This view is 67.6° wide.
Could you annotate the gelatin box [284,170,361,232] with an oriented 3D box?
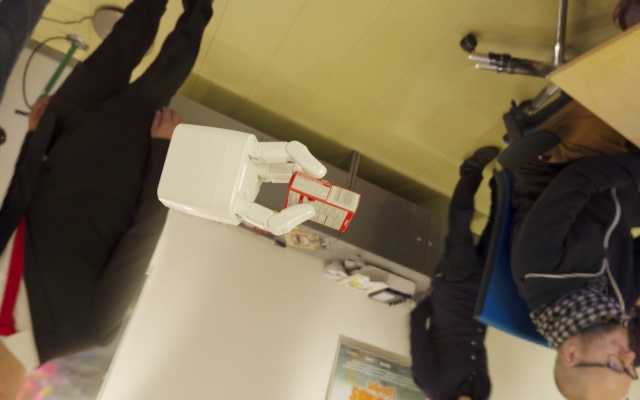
[{"bbox_3d":[0.000,0.003,0.613,0.089,0.030,0.073,21,-24,1],"label":"gelatin box"}]
